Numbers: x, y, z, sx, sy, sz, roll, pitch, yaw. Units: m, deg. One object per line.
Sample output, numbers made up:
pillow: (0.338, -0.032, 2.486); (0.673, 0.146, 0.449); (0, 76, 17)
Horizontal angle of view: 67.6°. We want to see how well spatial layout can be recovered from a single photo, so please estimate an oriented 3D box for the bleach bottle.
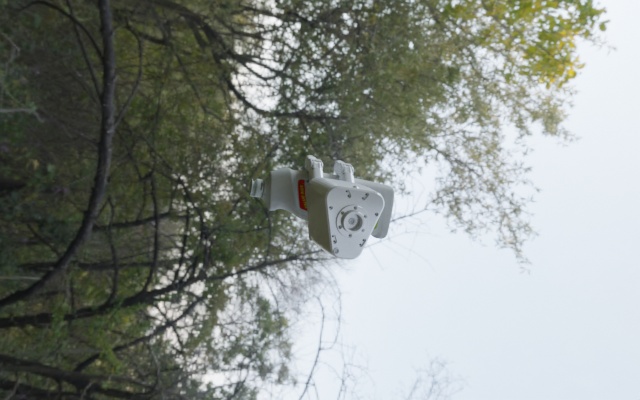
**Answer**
bleach bottle: (0.000, 0.003, 0.837); (0.251, 0.102, 0.068); (8, 6, -17)
